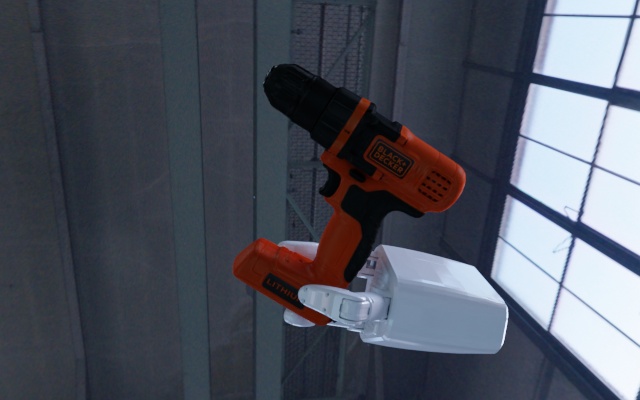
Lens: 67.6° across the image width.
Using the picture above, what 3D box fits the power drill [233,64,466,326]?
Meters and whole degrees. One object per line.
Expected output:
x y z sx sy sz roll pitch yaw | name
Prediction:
0.000 0.002 0.410 0.184 0.188 0.057 32 19 -2 | power drill
